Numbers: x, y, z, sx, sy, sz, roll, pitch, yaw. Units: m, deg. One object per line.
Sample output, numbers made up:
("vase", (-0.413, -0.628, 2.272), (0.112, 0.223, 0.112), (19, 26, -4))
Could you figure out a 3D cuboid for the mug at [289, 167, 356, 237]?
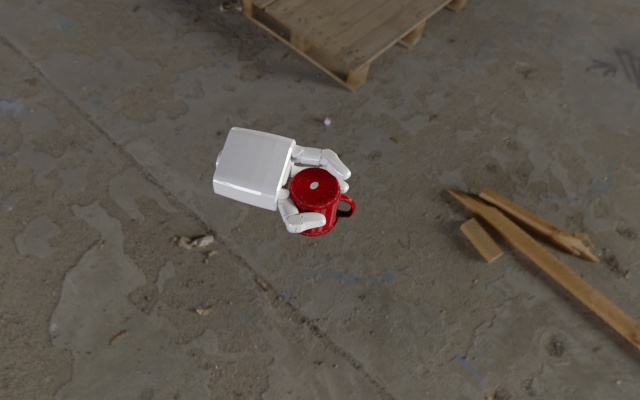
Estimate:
("mug", (0.002, 0.003, 0.781), (0.117, 0.093, 0.082), (14, -33, 3))
